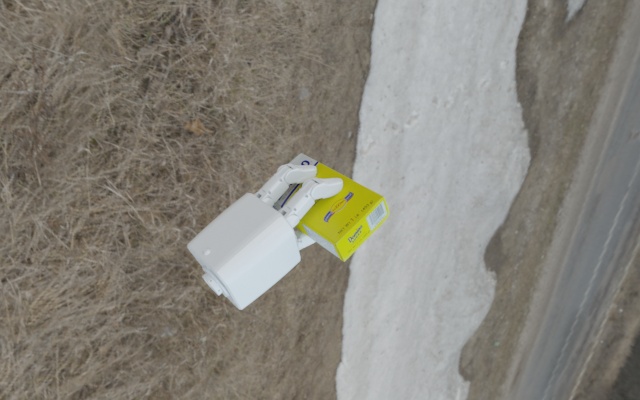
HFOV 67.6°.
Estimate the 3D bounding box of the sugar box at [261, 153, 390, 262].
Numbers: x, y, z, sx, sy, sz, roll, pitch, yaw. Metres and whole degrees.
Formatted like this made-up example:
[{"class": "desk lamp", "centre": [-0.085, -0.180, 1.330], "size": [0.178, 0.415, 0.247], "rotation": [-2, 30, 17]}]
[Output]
[{"class": "sugar box", "centre": [0.000, 0.002, 0.660], "size": [0.176, 0.093, 0.048], "rotation": [32, -23, 40]}]
